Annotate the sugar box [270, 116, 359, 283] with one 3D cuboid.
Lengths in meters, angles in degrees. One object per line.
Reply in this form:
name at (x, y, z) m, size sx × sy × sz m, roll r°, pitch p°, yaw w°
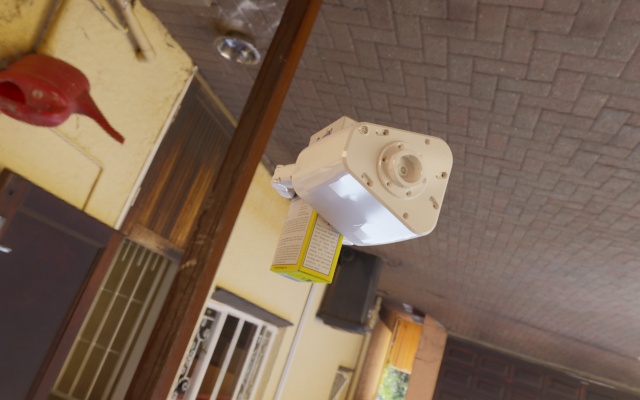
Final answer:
sugar box at (0.001, 0.002, 0.534) m, size 0.048 × 0.176 × 0.093 m, roll 25°, pitch -17°, yaw -20°
